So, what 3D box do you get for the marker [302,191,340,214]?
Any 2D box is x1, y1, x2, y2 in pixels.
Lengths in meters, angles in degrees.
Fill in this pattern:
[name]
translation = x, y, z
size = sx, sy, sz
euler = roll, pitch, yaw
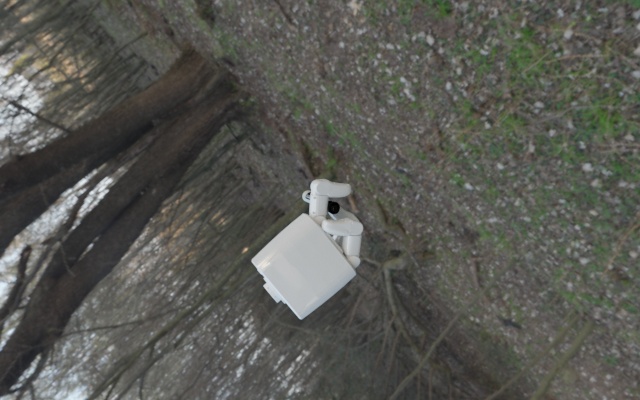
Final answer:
[marker]
translation = 0.000, 0.002, 0.741
size = 0.020, 0.020, 0.121
euler = 0, 10, -22
